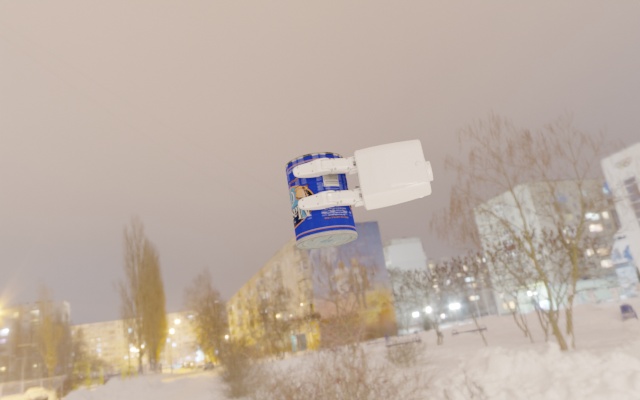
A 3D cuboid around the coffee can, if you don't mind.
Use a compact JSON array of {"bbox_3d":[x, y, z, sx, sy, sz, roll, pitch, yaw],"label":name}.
[{"bbox_3d":[0.000,0.003,0.807,0.103,0.140,0.103,-9,-16,-2],"label":"coffee can"}]
